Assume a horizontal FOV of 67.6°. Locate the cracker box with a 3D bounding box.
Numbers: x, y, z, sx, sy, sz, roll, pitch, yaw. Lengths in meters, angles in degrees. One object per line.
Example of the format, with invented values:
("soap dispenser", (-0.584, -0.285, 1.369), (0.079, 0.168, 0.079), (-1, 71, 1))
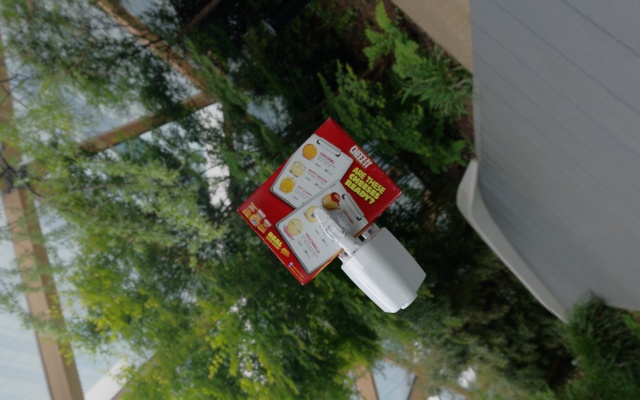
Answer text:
("cracker box", (0.000, 0.003, 0.770), (0.214, 0.164, 0.072), (-44, -8, 8))
